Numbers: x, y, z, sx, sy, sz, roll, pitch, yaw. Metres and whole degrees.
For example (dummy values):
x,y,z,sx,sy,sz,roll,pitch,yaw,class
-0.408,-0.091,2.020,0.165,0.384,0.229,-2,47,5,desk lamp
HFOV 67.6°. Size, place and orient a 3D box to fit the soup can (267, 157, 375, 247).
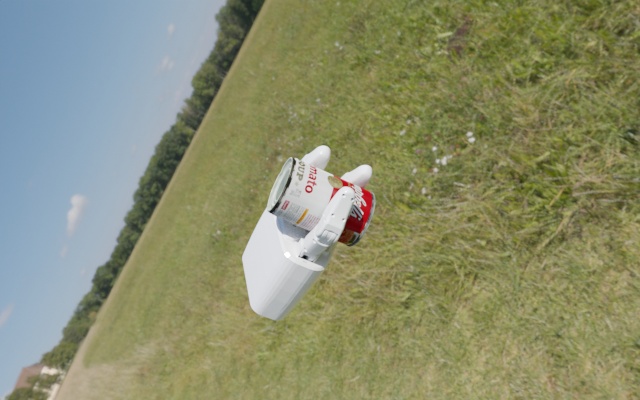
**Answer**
x,y,z,sx,sy,sz,roll,pitch,yaw,class
0.000,0.001,0.531,0.102,0.068,0.068,24,-7,-15,soup can
